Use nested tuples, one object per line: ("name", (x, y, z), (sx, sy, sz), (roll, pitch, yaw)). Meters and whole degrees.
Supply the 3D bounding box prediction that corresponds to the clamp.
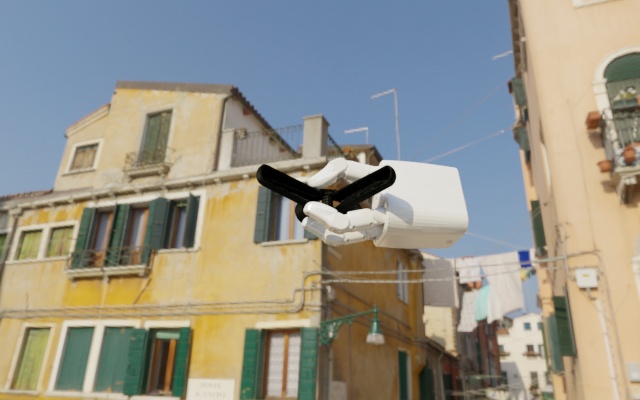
("clamp", (0.000, 0.002, 0.642), (0.164, 0.036, 0.210), (4, -22, -3))
